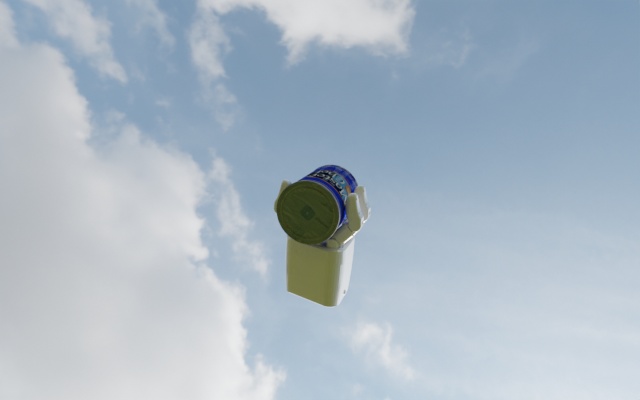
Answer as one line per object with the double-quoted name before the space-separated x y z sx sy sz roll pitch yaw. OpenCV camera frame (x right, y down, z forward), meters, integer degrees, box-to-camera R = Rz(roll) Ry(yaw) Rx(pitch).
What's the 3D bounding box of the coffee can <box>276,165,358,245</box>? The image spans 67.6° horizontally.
"coffee can" 0.000 0.002 0.797 0.103 0.103 0.140 0 15 18
